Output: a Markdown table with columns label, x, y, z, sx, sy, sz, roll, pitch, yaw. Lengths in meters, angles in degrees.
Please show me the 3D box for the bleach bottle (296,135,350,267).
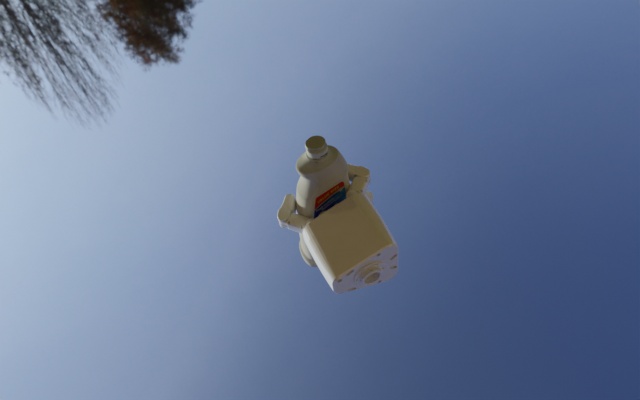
| label | x | y | z | sx | sy | sz | roll | pitch | yaw |
| --- | --- | --- | --- | --- | --- | --- | --- | --- | --- |
| bleach bottle | 0.000 | 0.002 | 0.759 | 0.102 | 0.068 | 0.251 | -22 | -40 | -10 |
